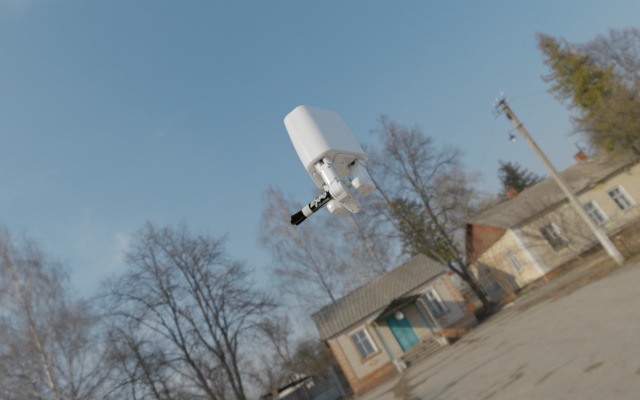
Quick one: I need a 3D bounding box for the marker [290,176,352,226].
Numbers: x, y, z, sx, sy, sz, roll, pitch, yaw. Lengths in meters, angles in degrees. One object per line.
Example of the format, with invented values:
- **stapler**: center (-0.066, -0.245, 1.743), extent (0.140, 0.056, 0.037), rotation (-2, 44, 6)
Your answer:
- **marker**: center (0.000, 0.003, 0.761), extent (0.121, 0.020, 0.020), rotation (-36, -12, 17)
